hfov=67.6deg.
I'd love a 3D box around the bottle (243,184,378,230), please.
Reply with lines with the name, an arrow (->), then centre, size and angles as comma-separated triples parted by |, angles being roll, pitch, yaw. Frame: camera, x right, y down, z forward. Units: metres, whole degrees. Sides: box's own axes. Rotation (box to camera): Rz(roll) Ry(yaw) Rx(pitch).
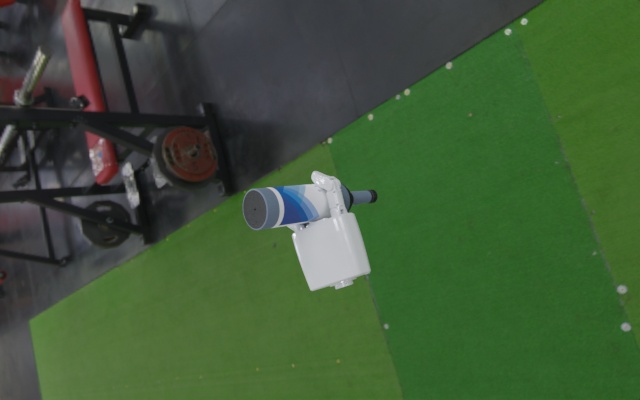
bottle -> 0.000, 0.003, 0.860 | 0.295, 0.069, 0.069 | -6, 4, -44
